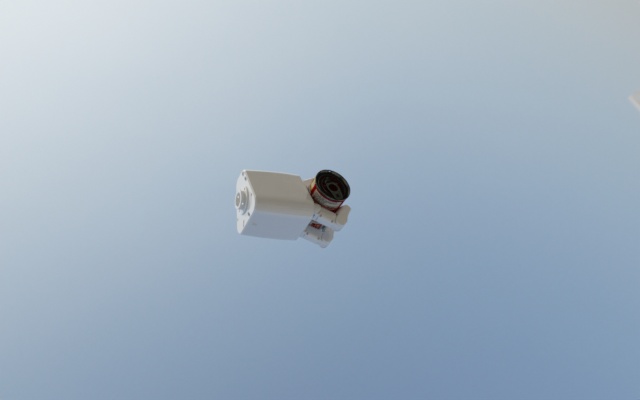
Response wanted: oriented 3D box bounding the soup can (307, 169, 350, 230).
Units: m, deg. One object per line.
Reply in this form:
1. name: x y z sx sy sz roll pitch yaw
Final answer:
1. soup can: 0.000 0.003 0.855 0.068 0.068 0.102 0 -37 -32
